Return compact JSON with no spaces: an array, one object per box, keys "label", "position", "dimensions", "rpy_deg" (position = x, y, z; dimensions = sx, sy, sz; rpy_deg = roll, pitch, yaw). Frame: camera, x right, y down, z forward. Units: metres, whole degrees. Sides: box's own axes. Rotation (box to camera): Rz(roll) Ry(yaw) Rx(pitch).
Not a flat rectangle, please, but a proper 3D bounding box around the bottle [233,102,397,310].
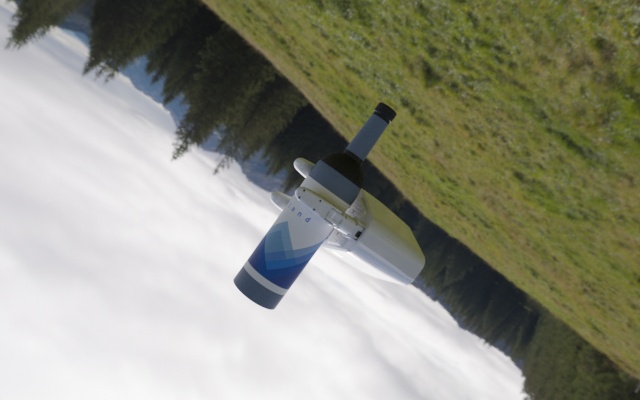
[{"label":"bottle","position":[0.000,0.002,0.612],"dimensions":[0.069,0.296,0.069],"rpy_deg":[36,2,-2]}]
